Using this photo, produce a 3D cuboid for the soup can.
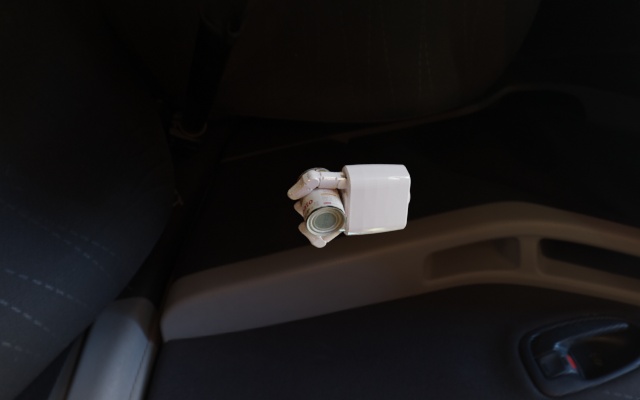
[{"bbox_3d":[0.000,0.003,0.802,0.068,0.069,0.102,0,41,-13],"label":"soup can"}]
